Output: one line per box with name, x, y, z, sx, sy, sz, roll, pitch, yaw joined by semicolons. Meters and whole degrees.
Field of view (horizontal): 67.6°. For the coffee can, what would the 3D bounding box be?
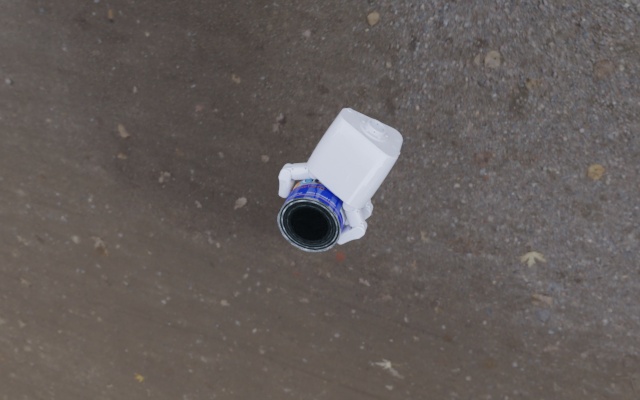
coffee can;0.000;0.003;0.791;0.103;0.103;0.140;0;32;18
